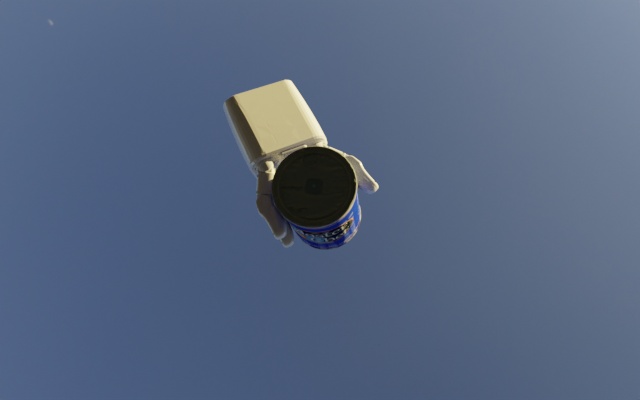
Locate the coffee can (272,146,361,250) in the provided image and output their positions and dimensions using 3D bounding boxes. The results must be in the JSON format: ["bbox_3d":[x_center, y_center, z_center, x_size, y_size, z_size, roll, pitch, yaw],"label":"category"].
[{"bbox_3d":[0.000,0.002,0.631,0.103,0.102,0.140,0,-17,7],"label":"coffee can"}]
